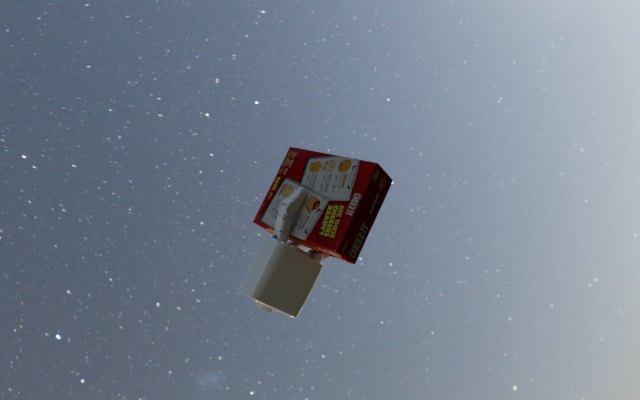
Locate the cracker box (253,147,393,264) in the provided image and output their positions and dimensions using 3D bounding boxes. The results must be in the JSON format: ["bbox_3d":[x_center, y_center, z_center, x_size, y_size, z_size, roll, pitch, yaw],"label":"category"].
[{"bbox_3d":[0.000,0.003,0.850,0.213,0.164,0.072,16,-14,42],"label":"cracker box"}]
